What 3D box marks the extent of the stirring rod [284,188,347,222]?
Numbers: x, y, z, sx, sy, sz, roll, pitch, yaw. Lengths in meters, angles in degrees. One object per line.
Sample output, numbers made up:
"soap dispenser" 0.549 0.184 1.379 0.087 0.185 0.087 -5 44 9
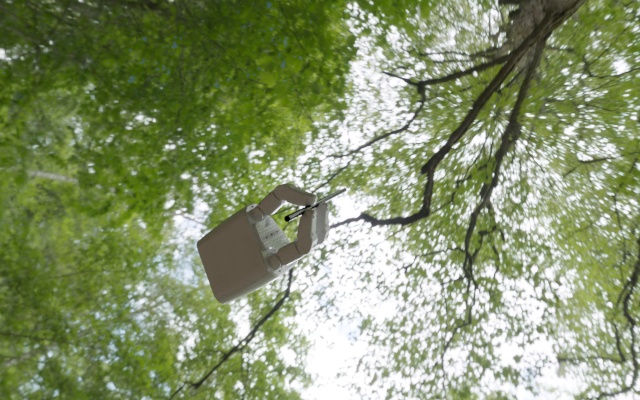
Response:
"stirring rod" 0.000 0.002 0.690 0.011 0.011 0.239 0 10 20
